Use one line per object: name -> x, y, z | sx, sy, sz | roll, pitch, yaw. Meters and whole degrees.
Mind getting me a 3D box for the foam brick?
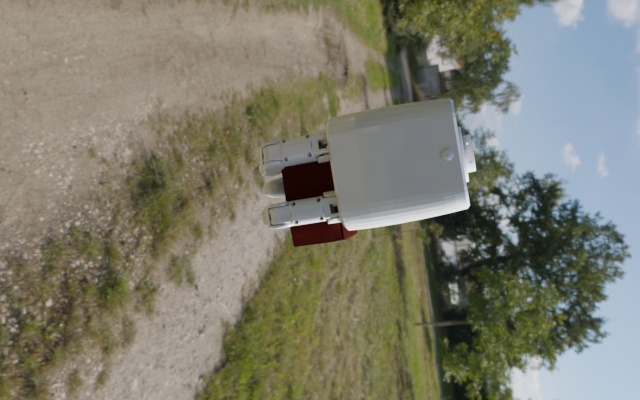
foam brick -> 0.000, 0.002, 0.457 | 0.051, 0.078, 0.053 | -9, 1, 17
